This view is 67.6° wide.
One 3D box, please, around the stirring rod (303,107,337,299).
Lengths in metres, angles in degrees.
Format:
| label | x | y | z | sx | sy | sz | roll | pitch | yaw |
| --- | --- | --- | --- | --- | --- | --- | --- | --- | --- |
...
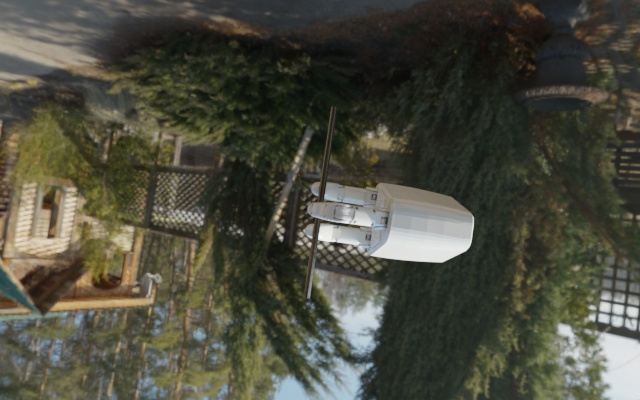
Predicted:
| label | x | y | z | sx | sy | sz | roll | pitch | yaw |
| --- | --- | --- | --- | --- | --- | --- | --- | --- | --- |
| stirring rod | 0.000 | 0.002 | 0.597 | 0.011 | 0.239 | 0.011 | 8 | -2 | 0 |
